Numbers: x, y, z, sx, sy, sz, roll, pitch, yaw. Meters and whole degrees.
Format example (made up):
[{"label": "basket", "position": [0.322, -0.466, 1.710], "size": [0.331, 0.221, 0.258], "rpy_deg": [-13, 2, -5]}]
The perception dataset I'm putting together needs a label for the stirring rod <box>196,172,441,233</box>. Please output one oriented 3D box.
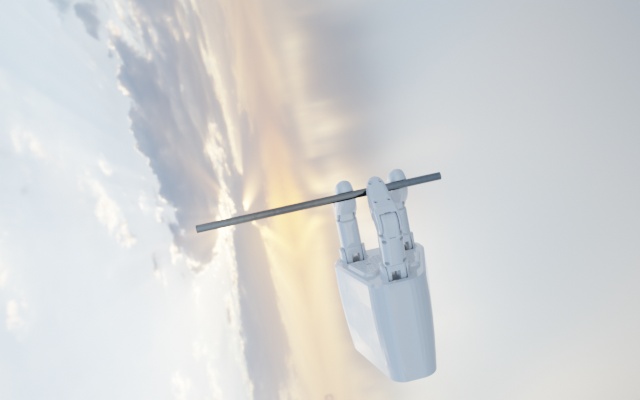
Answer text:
[{"label": "stirring rod", "position": [0.000, 0.002, 0.460], "size": [0.239, 0.011, 0.011], "rpy_deg": [-12, 1, -4]}]
